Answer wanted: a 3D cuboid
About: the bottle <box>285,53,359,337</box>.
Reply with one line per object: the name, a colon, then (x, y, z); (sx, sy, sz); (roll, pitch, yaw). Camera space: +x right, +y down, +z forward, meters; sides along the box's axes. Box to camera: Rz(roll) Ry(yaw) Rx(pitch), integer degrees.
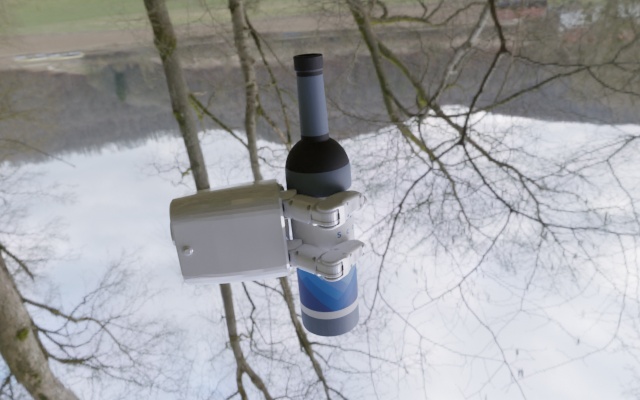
bottle: (0.000, 0.002, 0.496); (0.069, 0.296, 0.069); (-4, 23, 2)
